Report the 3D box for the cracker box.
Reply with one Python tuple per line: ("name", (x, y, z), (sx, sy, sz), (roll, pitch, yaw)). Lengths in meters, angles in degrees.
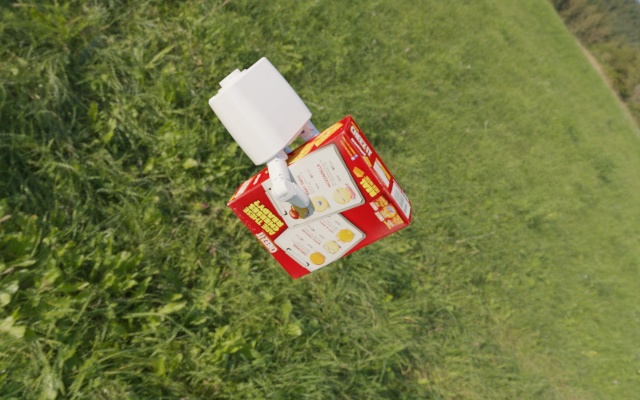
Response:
("cracker box", (0.000, 0.002, 0.698), (0.214, 0.164, 0.072), (-29, 20, 27))
